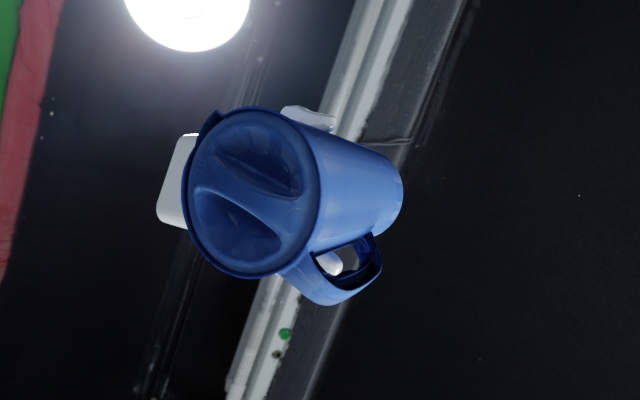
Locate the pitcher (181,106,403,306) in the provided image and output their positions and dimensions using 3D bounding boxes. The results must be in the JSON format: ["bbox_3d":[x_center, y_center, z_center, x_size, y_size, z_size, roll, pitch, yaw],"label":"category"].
[{"bbox_3d":[0.000,0.001,0.465,0.145,0.149,0.243,7,4,28],"label":"pitcher"}]
